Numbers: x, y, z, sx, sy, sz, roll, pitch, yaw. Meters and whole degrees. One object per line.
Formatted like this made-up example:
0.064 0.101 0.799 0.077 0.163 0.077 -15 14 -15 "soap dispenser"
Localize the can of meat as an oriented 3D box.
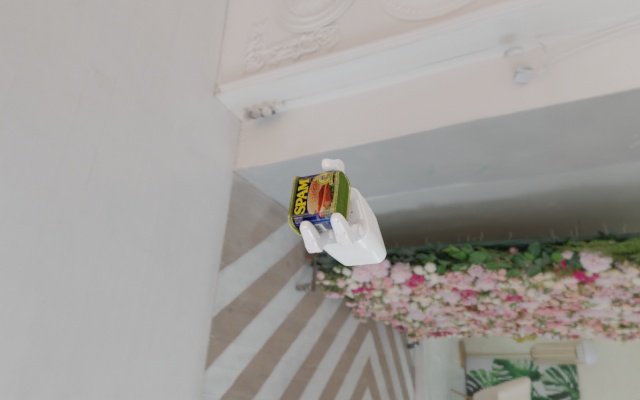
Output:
0.000 0.002 0.792 0.084 0.102 0.057 -9 -35 24 "can of meat"
